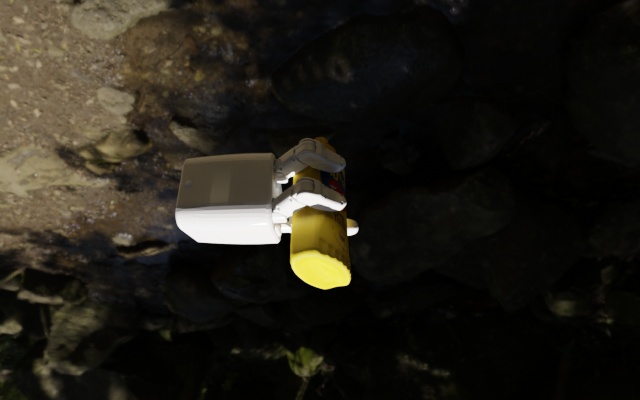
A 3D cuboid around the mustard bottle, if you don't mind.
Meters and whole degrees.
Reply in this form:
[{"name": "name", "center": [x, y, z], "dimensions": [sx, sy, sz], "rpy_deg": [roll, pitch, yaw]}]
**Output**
[{"name": "mustard bottle", "center": [0.000, 0.002, 0.576], "dimensions": [0.058, 0.191, 0.096], "rpy_deg": [-15, -36, 21]}]
